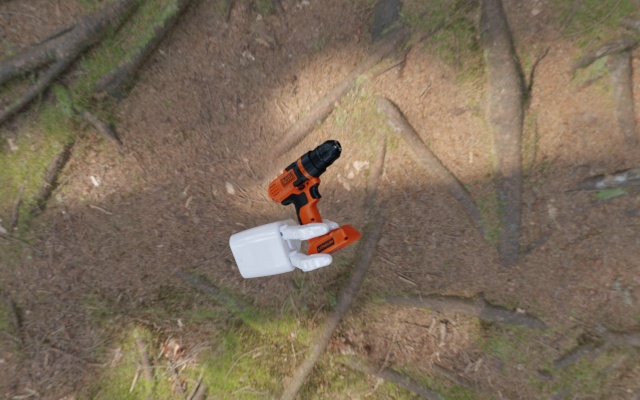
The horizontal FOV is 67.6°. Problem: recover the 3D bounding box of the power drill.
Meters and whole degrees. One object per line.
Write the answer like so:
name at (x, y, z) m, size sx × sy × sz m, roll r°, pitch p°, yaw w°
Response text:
power drill at (0.000, 0.003, 0.888) m, size 0.184 × 0.187 × 0.057 m, roll -35°, pitch -16°, yaw 34°
